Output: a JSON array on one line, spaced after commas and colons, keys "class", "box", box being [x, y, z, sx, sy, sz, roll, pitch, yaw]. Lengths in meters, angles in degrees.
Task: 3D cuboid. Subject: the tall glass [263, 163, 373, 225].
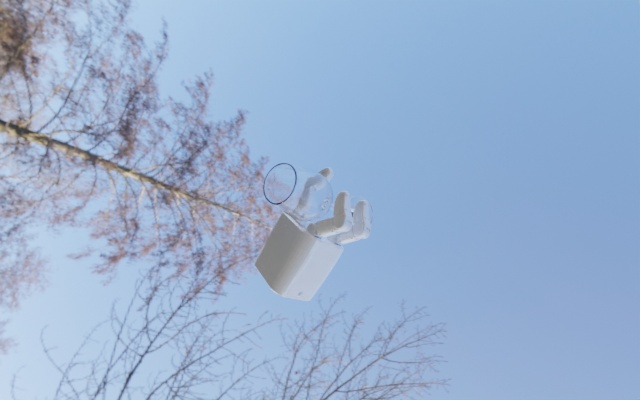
[{"class": "tall glass", "box": [0.001, 0.002, 0.747, 0.079, 0.079, 0.201, 0, -16, 37]}]
